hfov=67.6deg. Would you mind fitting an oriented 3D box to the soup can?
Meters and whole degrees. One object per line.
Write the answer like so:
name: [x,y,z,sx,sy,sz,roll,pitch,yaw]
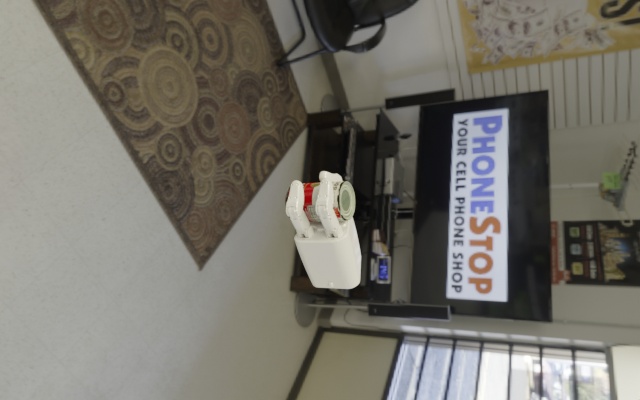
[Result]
soup can: [0.000,0.002,0.814,0.102,0.068,0.068,-2,-1,27]
